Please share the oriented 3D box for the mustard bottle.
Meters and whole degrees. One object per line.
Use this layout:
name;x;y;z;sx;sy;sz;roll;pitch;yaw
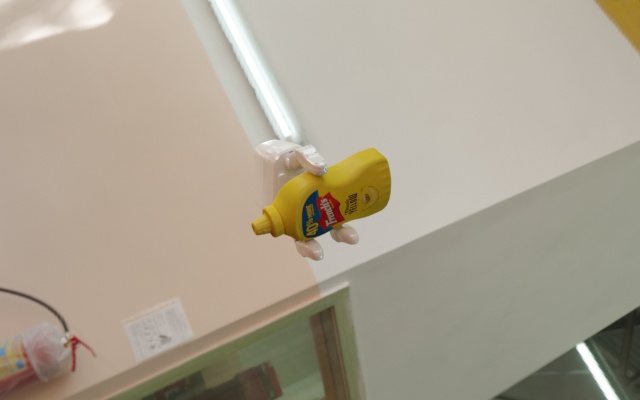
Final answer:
mustard bottle;0.000;0.002;0.627;0.191;0.096;0.058;-21;46;-20
